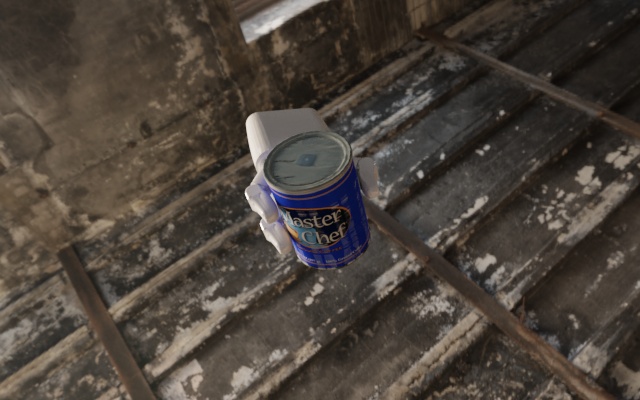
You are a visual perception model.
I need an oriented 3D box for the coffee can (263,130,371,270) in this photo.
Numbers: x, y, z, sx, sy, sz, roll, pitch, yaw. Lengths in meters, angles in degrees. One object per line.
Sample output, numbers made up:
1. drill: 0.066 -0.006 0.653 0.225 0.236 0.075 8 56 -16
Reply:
1. coffee can: 0.000 0.002 0.577 0.103 0.102 0.140 0 -44 18
